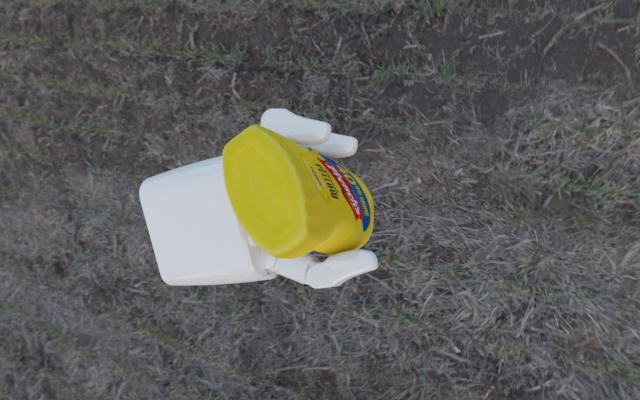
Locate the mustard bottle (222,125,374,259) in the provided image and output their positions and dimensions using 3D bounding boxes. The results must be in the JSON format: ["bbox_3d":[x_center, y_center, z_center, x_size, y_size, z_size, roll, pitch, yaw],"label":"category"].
[{"bbox_3d":[0.000,0.001,0.408,0.058,0.096,0.191,-35,-19,18],"label":"mustard bottle"}]
